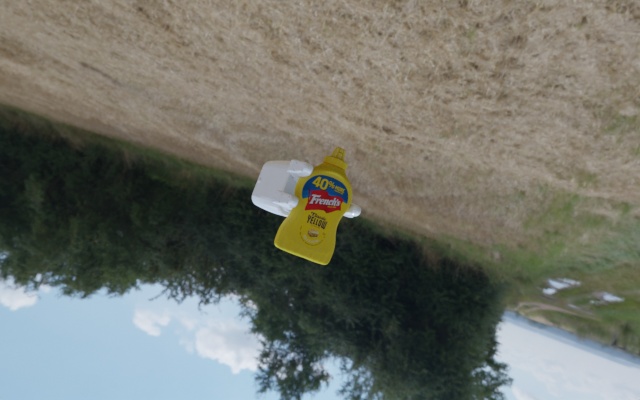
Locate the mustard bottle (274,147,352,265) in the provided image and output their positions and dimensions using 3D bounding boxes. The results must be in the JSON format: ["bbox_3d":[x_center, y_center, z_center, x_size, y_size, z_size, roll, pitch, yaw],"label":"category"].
[{"bbox_3d":[0.000,0.003,0.792,0.096,0.191,0.058,22,-6,-13],"label":"mustard bottle"}]
